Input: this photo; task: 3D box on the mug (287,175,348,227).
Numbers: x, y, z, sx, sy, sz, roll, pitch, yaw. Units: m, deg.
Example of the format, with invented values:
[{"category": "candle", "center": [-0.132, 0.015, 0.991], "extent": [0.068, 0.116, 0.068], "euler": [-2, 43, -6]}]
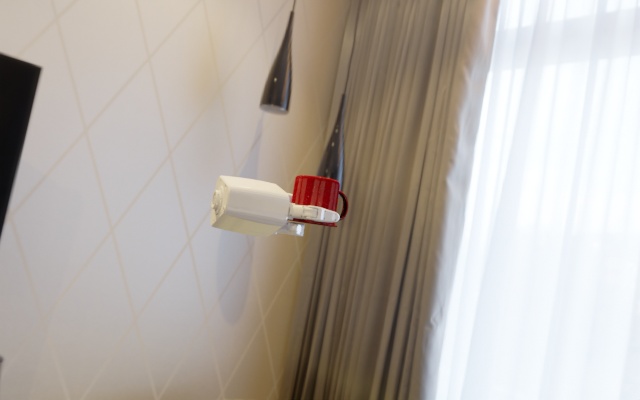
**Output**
[{"category": "mug", "center": [0.001, 0.003, 0.857], "extent": [0.117, 0.081, 0.093], "euler": [10, -4, -27]}]
